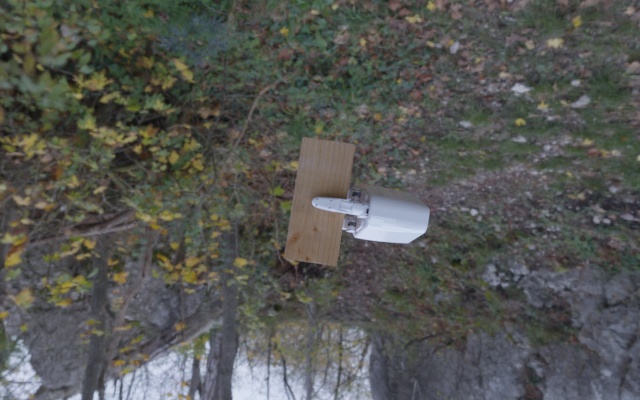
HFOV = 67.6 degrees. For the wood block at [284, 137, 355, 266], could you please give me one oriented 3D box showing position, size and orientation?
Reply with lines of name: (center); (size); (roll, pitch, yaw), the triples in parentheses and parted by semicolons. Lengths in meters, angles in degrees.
wood block: (0.000, 0.003, 0.832); (0.090, 0.206, 0.091); (8, -2, 3)
